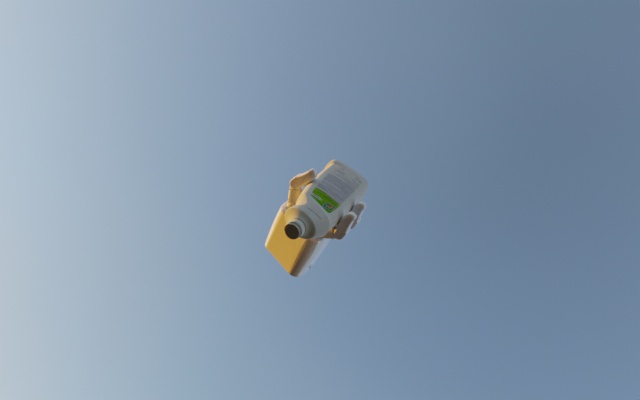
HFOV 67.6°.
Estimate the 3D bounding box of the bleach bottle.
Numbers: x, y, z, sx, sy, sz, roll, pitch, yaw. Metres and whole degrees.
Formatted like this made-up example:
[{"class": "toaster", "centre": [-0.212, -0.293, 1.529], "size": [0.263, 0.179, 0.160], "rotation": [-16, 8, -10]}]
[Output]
[{"class": "bleach bottle", "centre": [0.000, 0.003, 0.883], "size": [0.102, 0.068, 0.250], "rotation": [33, 32, 12]}]
